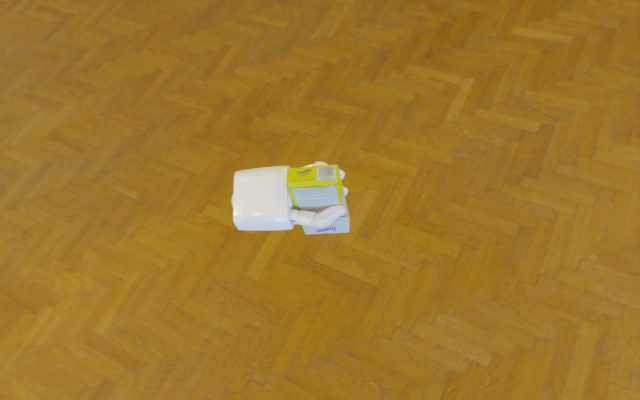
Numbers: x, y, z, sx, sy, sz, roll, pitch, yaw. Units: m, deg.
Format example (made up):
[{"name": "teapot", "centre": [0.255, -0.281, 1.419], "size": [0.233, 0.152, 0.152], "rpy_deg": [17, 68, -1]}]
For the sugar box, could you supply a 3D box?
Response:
[{"name": "sugar box", "centre": [0.000, 0.002, 0.899], "size": [0.093, 0.048, 0.176], "rpy_deg": [-3, -31, 8]}]
